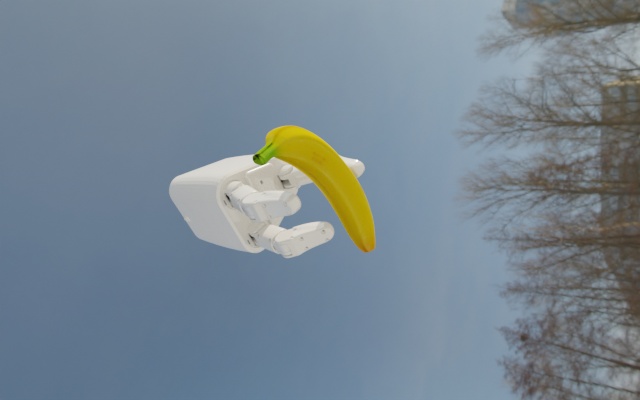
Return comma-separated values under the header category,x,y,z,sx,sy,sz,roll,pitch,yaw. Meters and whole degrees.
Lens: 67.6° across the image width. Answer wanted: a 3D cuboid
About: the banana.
category,x,y,z,sx,sy,sz,roll,pitch,yaw
banana,0.004,-0.017,0.468,0.037,0.069,0.198,1,-27,40
